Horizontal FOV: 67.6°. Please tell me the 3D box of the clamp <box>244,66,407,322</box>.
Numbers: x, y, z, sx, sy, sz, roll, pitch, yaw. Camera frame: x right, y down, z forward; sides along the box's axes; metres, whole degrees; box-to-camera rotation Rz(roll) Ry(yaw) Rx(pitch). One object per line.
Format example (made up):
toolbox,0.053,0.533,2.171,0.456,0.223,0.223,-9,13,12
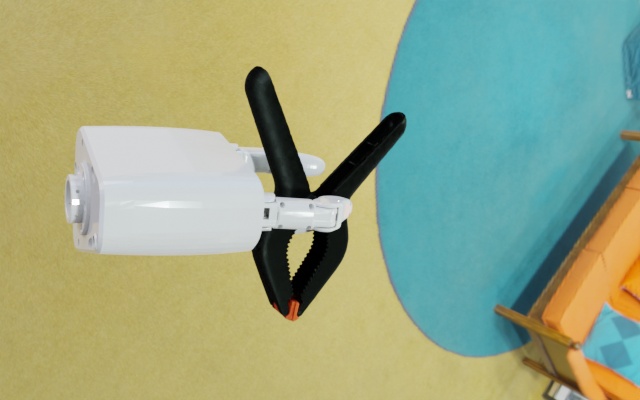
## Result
clamp,0.000,0.002,0.420,0.164,0.210,0.036,0,13,-34
